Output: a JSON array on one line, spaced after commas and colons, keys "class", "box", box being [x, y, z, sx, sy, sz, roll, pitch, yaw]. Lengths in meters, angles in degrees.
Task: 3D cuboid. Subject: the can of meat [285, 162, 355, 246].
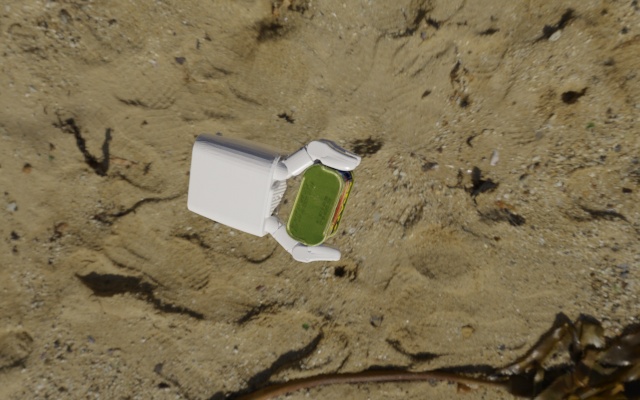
[{"class": "can of meat", "box": [0.000, 0.002, 0.597, 0.057, 0.102, 0.084, 20, 9, 9]}]
